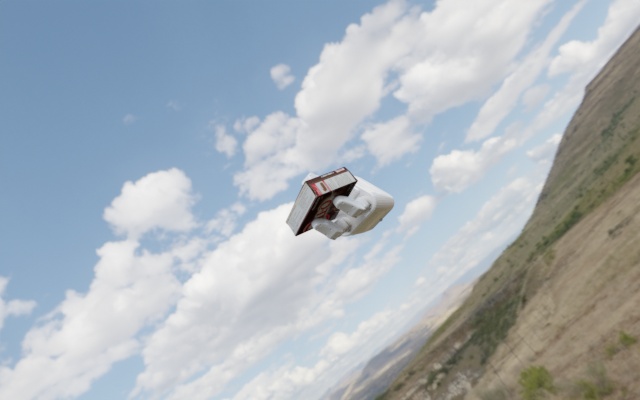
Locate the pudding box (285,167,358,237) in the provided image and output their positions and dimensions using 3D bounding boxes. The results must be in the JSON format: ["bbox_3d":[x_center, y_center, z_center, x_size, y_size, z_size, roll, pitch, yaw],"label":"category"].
[{"bbox_3d":[0.000,0.002,0.783,0.090,0.039,0.114,-23,-27,-37],"label":"pudding box"}]
